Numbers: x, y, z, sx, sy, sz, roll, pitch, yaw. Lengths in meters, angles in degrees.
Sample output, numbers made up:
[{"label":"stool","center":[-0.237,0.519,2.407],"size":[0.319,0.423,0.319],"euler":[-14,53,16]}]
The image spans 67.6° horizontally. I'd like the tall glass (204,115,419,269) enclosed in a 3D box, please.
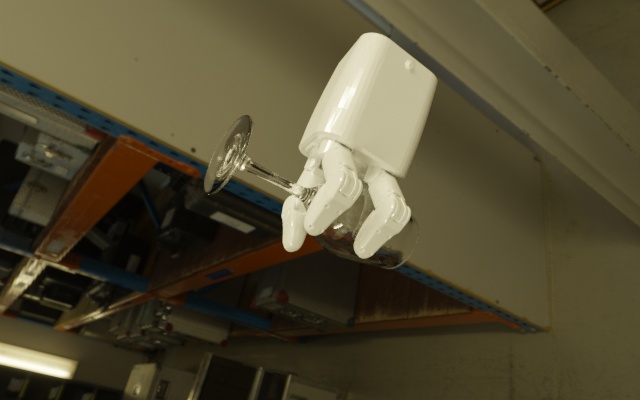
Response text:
[{"label":"tall glass","center":[-0.001,0.001,0.443],"size":[0.201,0.079,0.079],"euler":[28,-14,-28]}]
